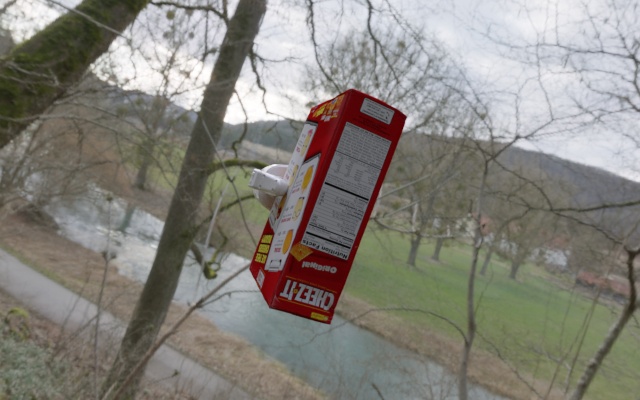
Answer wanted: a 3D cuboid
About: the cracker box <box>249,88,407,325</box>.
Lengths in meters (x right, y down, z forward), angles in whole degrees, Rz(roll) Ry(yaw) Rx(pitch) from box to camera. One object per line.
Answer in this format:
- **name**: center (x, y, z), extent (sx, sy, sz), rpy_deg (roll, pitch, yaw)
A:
- **cracker box**: center (0.000, 0.001, 0.510), extent (0.072, 0.213, 0.164), rpy_deg (20, -1, -15)
